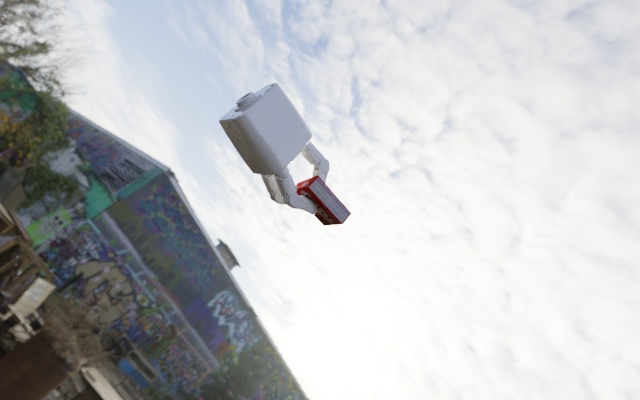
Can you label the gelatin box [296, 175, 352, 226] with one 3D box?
[{"bbox_3d":[0.001,0.003,0.800,0.030,0.089,0.073,-48,14,-20],"label":"gelatin box"}]
